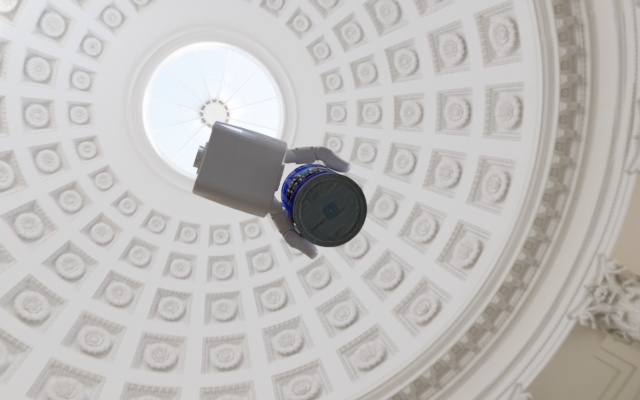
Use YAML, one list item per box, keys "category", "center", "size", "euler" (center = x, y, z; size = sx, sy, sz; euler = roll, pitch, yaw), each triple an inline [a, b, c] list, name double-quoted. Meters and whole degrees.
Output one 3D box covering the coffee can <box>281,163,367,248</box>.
- category: "coffee can"
  center: [0.000, 0.002, 0.710]
  size: [0.103, 0.103, 0.140]
  euler: [0, 10, -12]
